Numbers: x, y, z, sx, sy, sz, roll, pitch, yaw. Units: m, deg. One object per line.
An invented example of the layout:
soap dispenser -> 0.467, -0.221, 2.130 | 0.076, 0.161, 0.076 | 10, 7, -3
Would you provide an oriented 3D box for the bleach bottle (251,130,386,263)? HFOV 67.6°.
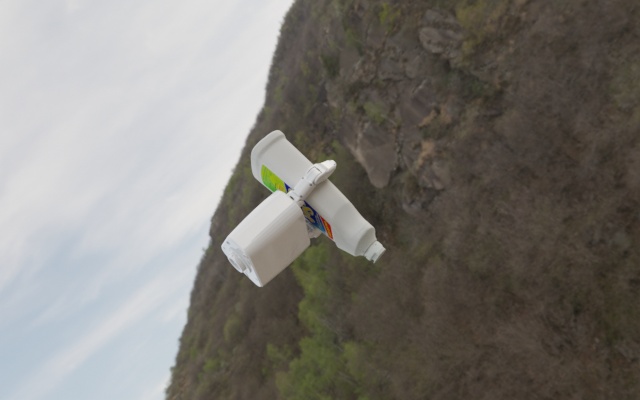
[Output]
bleach bottle -> 0.000, 0.002, 0.754 | 0.068, 0.251, 0.103 | -43, -16, -23
